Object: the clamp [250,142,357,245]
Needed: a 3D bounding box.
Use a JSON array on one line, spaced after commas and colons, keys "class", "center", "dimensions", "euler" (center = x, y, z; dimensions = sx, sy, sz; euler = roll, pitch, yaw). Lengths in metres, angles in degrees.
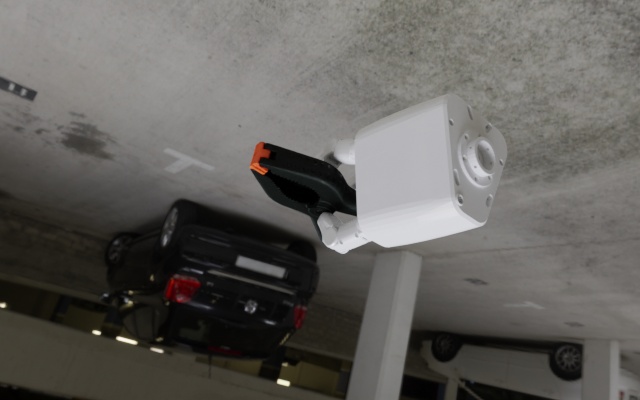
[{"class": "clamp", "center": [0.000, 0.002, 0.543], "dimensions": [0.210, 0.036, 0.164], "euler": [28, -31, -31]}]
